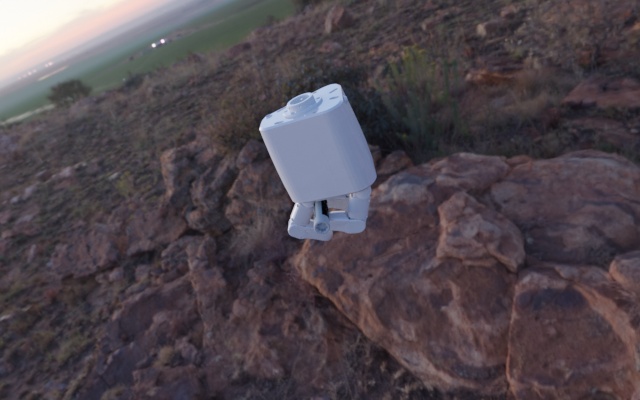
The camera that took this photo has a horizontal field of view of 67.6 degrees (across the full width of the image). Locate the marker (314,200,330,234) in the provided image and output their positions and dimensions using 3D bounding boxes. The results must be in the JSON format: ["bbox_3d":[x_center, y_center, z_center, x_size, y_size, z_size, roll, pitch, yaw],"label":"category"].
[{"bbox_3d":[0.000,0.002,0.605,0.020,0.020,0.121,0,30,-2],"label":"marker"}]
